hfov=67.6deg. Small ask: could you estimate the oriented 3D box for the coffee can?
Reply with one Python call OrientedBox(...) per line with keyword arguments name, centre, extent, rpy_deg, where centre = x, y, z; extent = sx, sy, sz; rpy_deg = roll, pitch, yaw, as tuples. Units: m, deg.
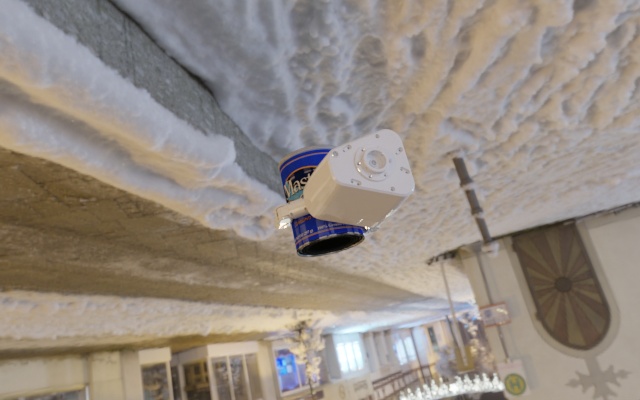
OrientedBox(name="coffee can", centre=(0.000, 0.002, 0.714), extent=(0.103, 0.140, 0.103), rpy_deg=(-12, -19, -4))
